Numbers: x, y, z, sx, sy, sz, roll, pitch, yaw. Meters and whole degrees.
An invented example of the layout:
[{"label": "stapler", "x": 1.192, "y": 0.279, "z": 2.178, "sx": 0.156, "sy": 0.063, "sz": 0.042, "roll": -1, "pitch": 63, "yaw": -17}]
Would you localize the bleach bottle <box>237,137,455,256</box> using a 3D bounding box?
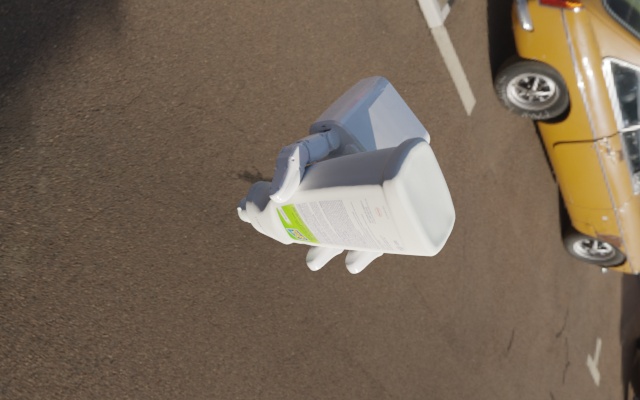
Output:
[{"label": "bleach bottle", "x": 0.000, "y": 0.002, "z": 0.481, "sx": 0.251, "sy": 0.103, "sz": 0.068, "roll": -2, "pitch": 38, "yaw": 43}]
